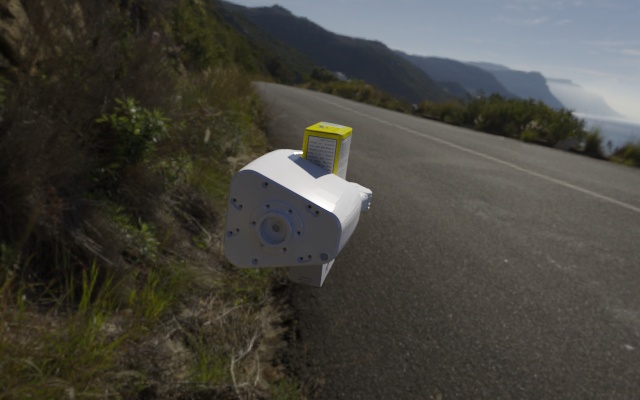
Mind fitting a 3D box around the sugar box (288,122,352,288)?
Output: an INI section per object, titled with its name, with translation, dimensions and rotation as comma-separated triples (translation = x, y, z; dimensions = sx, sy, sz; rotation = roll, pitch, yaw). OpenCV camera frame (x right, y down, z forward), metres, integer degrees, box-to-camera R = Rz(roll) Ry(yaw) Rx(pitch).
[sugar box]
translation = 0.000, 0.002, 0.557
dimensions = 0.048, 0.176, 0.093
rotation = 12, 15, 9
